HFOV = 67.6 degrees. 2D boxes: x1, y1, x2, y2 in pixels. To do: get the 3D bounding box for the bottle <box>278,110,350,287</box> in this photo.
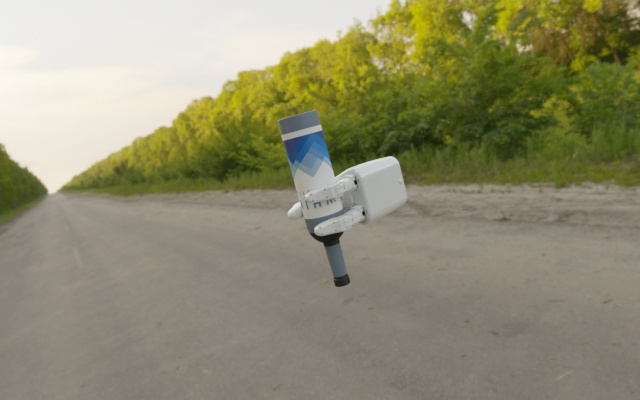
[{"bbox_3d":[0.000,0.002,0.795,0.069,0.296,0.069,-15,9,2],"label":"bottle"}]
